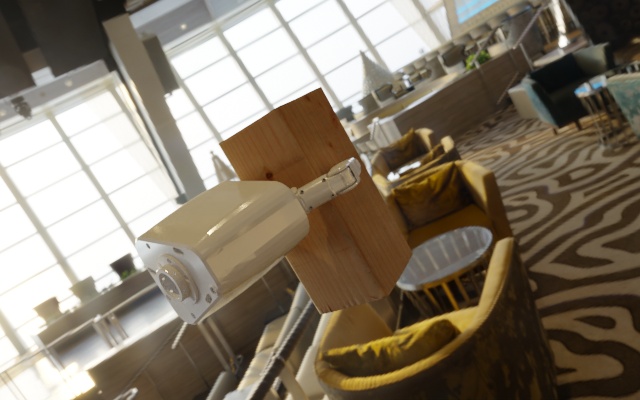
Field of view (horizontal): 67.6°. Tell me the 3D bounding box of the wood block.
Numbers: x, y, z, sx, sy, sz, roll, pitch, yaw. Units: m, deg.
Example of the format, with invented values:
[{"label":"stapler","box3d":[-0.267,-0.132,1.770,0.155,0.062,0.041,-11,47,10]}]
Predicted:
[{"label":"wood block","box3d":[0.000,0.002,0.497,0.091,0.206,0.090,-23,11,35]}]
